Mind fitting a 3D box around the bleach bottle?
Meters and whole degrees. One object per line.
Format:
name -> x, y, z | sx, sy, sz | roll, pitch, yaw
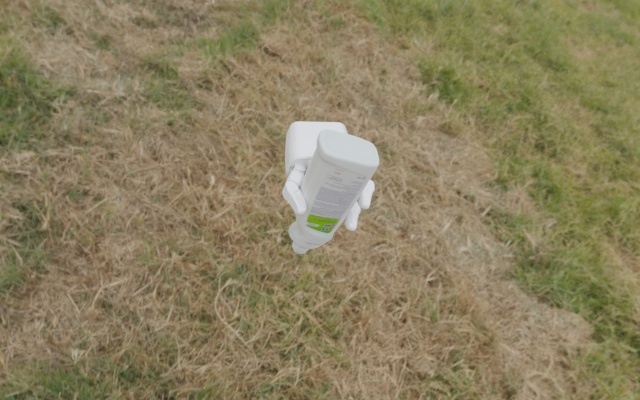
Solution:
bleach bottle -> 0.000, 0.003, 0.794 | 0.102, 0.068, 0.251 | 13, -47, -18
